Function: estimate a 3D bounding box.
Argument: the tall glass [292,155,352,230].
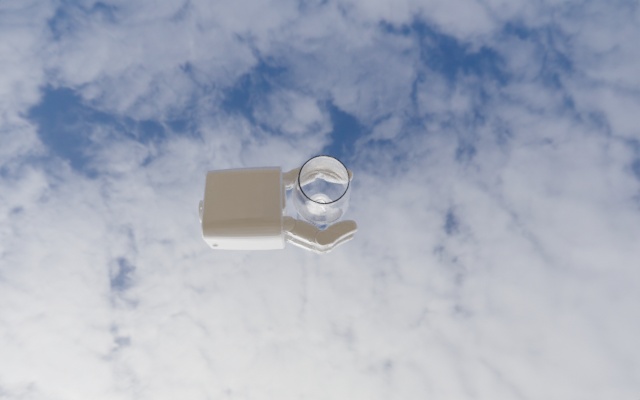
[{"bbox_3d":[0.000,0.002,0.660,0.079,0.079,0.201,0,-16,-3],"label":"tall glass"}]
